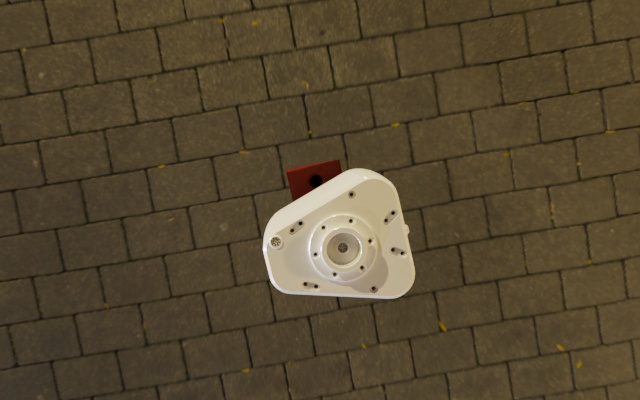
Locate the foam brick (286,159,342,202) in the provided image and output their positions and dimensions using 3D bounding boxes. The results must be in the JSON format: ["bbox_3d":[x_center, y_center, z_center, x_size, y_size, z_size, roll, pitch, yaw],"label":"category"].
[{"bbox_3d":[0.000,0.001,0.471,0.053,0.078,0.051,-14,4,-1],"label":"foam brick"}]
